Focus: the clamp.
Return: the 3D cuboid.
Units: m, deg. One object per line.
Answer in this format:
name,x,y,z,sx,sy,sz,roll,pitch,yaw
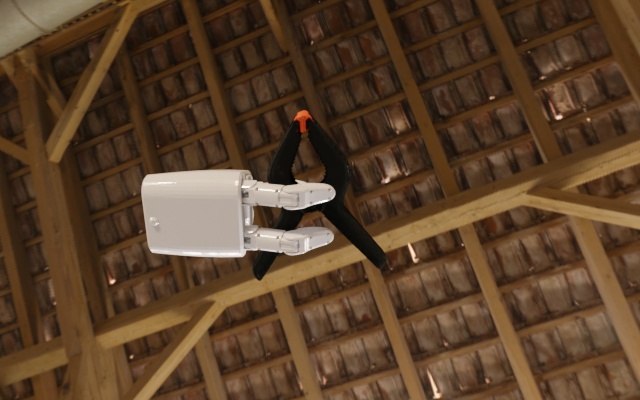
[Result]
clamp,0.000,0.001,0.560,0.164,0.210,0.036,0,23,-3
